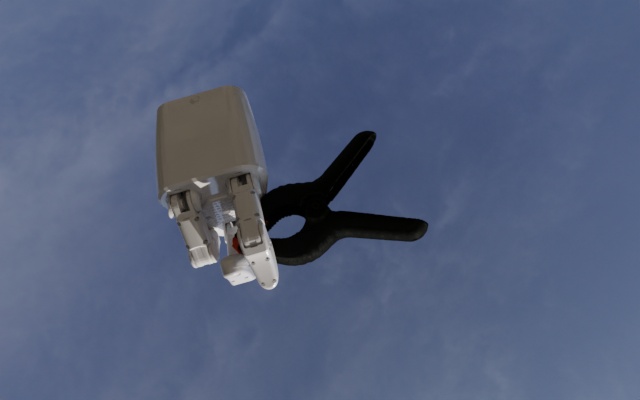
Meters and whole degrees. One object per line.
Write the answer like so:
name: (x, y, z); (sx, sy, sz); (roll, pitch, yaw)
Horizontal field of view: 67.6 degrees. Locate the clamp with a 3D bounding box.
clamp: (0.000, 0.002, 0.443); (0.171, 0.120, 0.039); (-14, -33, -1)
